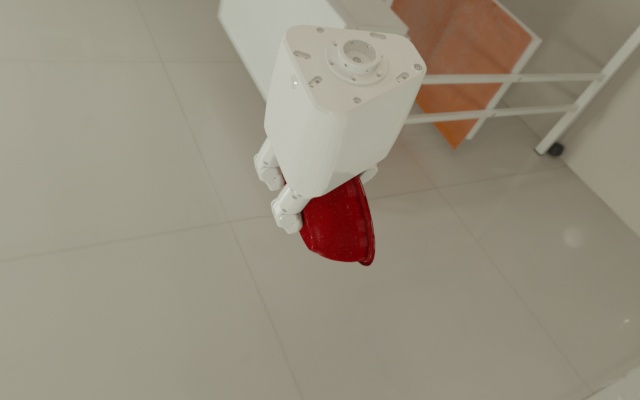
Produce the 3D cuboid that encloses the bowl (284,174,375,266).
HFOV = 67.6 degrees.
[{"bbox_3d":[0.000,0.003,0.510,0.055,0.162,0.162,-19,4,-11],"label":"bowl"}]
